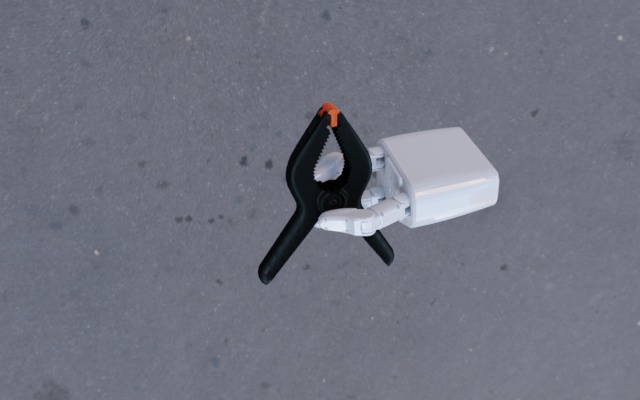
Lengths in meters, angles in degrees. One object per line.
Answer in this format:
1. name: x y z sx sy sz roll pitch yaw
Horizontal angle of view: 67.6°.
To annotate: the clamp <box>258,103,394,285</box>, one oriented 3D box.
1. clamp: 0.000 0.002 0.522 0.164 0.210 0.036 -13 29 -11
